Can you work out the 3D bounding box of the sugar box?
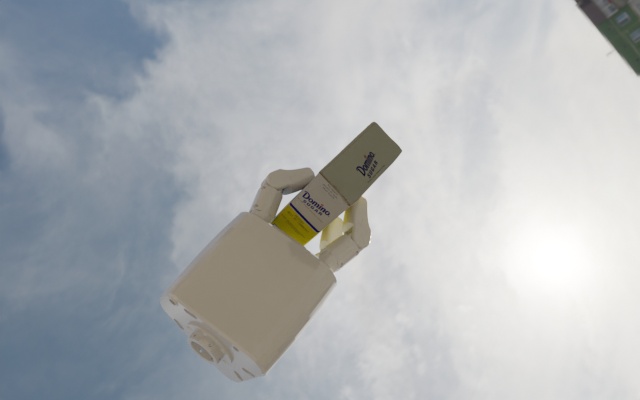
[{"bbox_3d":[0.000,0.002,0.482,0.093,0.048,0.176,-45,3,-36],"label":"sugar box"}]
